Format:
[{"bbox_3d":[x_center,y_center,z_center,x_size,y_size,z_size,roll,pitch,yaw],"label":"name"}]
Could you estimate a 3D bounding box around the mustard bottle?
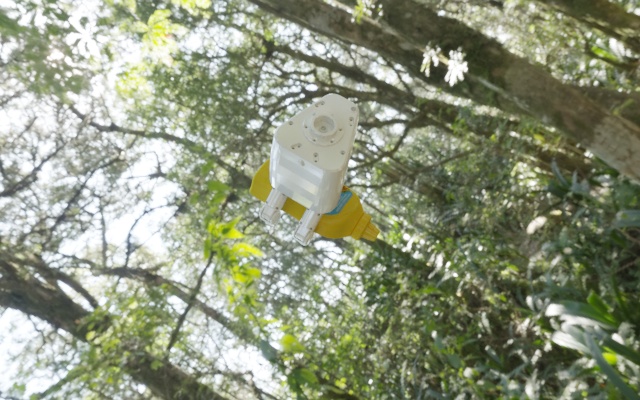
[{"bbox_3d":[0.000,0.002,0.695,0.191,0.058,0.096,30,40,9],"label":"mustard bottle"}]
